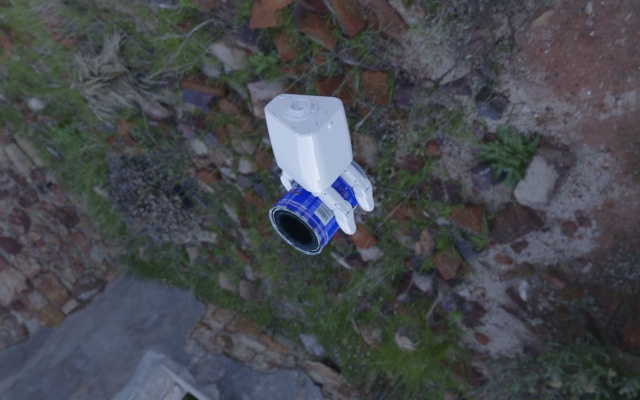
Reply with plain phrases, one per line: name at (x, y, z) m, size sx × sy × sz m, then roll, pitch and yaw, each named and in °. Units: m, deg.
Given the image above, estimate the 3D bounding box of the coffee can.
coffee can at (0.000, 0.003, 0.774) m, size 0.103 × 0.103 × 0.140 m, roll 0°, pitch 41°, yaw 49°
